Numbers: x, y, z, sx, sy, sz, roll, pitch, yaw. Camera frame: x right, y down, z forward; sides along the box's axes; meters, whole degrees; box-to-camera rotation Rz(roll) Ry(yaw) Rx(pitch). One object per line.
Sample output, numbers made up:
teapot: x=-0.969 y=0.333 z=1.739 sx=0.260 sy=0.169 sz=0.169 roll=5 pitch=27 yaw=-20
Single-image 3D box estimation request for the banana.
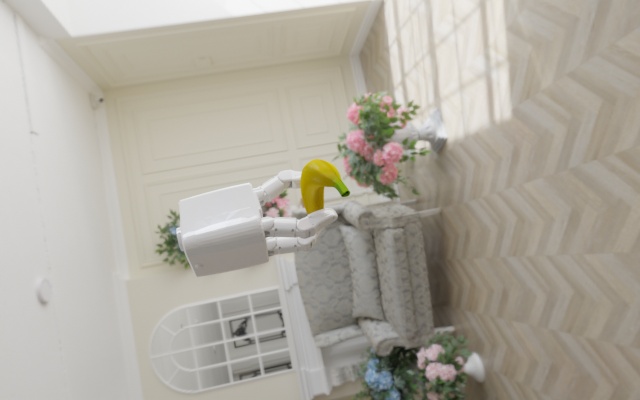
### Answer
banana: x=-0.005 y=-0.016 z=0.665 sx=0.037 sy=0.069 sz=0.198 roll=-16 pitch=-8 yaw=-12
